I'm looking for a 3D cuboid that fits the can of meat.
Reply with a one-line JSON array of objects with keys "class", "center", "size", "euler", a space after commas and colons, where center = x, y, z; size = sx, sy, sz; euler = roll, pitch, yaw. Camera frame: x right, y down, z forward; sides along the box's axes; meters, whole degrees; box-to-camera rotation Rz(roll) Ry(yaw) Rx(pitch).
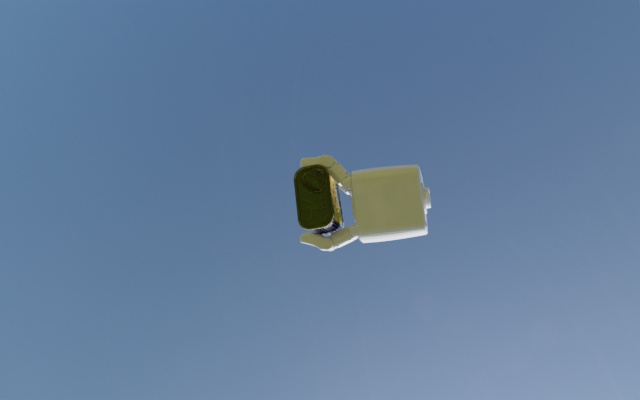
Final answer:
[{"class": "can of meat", "center": [0.000, 0.003, 0.773], "size": [0.057, 0.102, 0.084], "euler": [-11, -15, 14]}]
